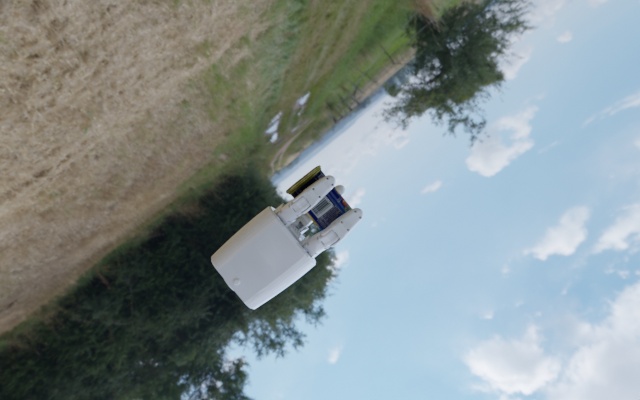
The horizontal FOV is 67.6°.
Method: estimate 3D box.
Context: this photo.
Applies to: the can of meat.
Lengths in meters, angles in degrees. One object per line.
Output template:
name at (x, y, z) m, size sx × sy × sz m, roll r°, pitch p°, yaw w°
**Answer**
can of meat at (0.000, 0.002, 0.659) m, size 0.057 × 0.084 × 0.102 m, roll -39°, pitch 4°, yaw -2°
